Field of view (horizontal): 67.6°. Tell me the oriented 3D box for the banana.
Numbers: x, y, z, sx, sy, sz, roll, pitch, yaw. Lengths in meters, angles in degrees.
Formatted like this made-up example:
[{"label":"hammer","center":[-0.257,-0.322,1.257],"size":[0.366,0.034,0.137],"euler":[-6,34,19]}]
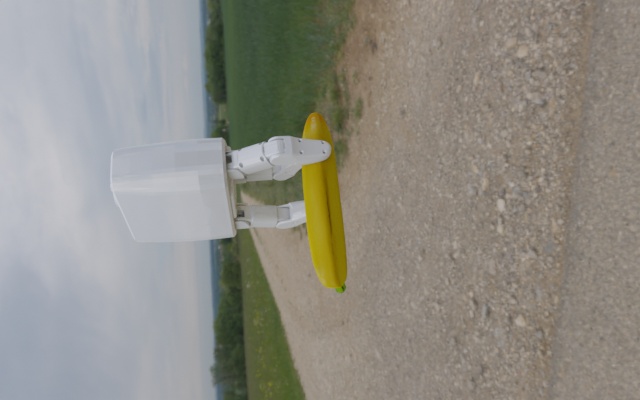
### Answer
[{"label":"banana","center":[0.002,0.006,0.489],"size":[0.037,0.198,0.069],"euler":[-7,4,-4]}]
